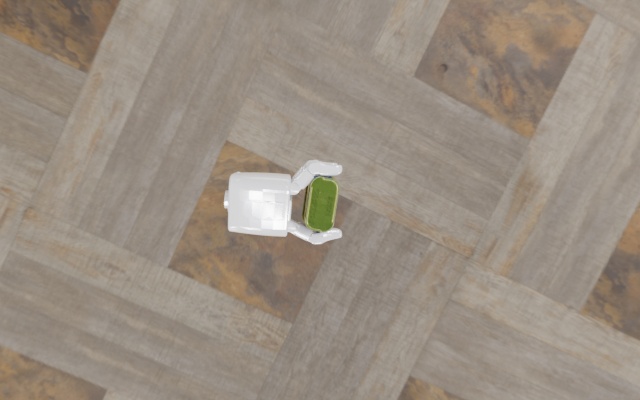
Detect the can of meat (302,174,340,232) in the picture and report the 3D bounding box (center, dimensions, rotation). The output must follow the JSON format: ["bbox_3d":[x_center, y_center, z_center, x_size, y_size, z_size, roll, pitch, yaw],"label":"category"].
[{"bbox_3d":[0.000,0.003,0.865,0.057,0.102,0.084,8,6,-5],"label":"can of meat"}]
